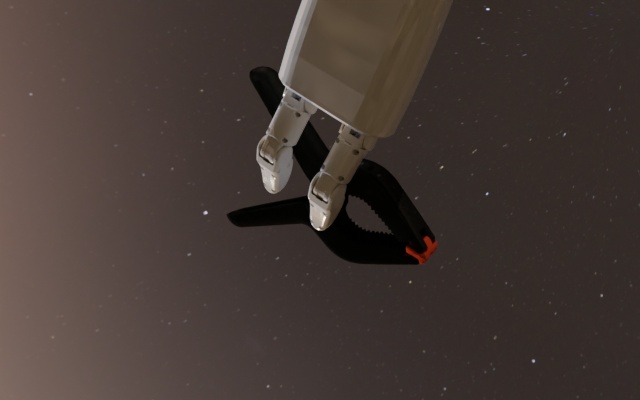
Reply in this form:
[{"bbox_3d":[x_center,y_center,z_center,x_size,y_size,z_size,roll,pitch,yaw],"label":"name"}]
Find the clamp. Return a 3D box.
[{"bbox_3d":[0.001,0.001,0.423,0.210,0.165,0.036,35,37,18],"label":"clamp"}]
